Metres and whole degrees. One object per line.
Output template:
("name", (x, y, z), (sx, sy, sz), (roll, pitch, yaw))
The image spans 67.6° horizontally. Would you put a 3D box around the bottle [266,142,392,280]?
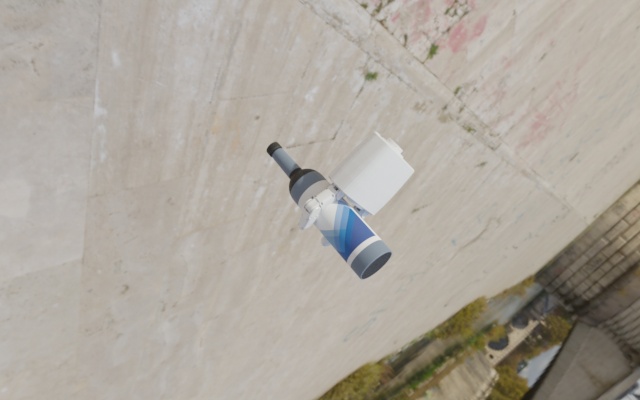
("bottle", (0.000, 0.003, 0.814), (0.295, 0.069, 0.069), (49, 25, 25))
